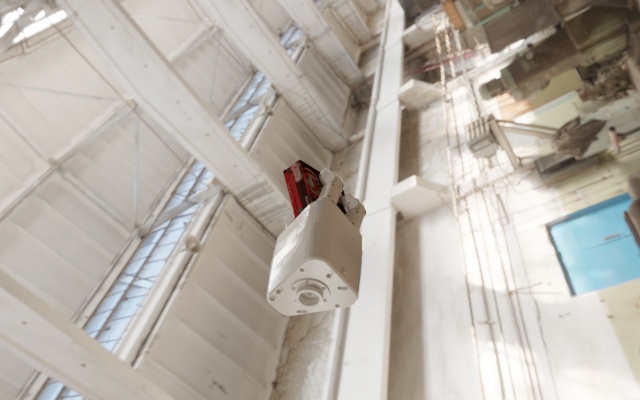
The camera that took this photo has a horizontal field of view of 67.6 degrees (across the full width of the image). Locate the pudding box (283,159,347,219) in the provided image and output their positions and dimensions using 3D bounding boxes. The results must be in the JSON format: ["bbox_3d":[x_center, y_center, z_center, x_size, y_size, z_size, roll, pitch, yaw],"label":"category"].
[{"bbox_3d":[0.000,0.002,0.695,0.039,0.090,0.113,-30,-33,22],"label":"pudding box"}]
